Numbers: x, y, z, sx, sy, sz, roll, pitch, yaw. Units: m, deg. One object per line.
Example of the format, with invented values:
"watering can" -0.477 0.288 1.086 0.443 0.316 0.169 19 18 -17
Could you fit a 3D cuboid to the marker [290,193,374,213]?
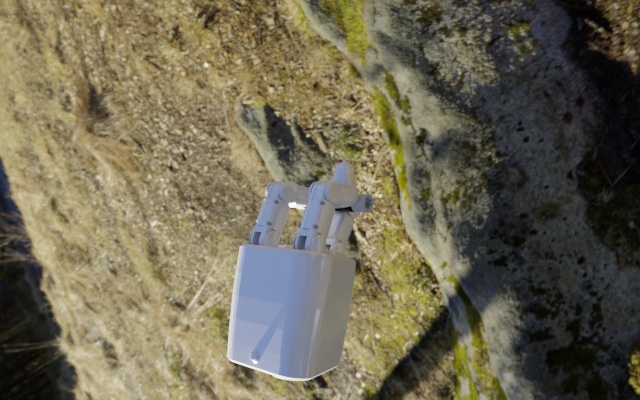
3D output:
"marker" 0.000 0.002 0.504 0.121 0.020 0.020 1 1 38
